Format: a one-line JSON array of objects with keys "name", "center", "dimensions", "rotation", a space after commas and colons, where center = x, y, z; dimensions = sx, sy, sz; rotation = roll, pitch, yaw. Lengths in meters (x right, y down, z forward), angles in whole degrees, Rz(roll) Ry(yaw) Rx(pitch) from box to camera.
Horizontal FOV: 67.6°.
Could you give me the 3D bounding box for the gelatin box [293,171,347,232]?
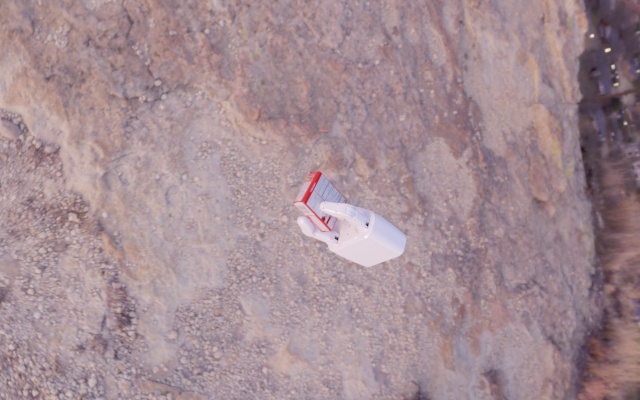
[{"name": "gelatin box", "center": [0.000, 0.003, 0.862], "dimensions": [0.030, 0.073, 0.089], "rotation": [-5, -41, 45]}]
